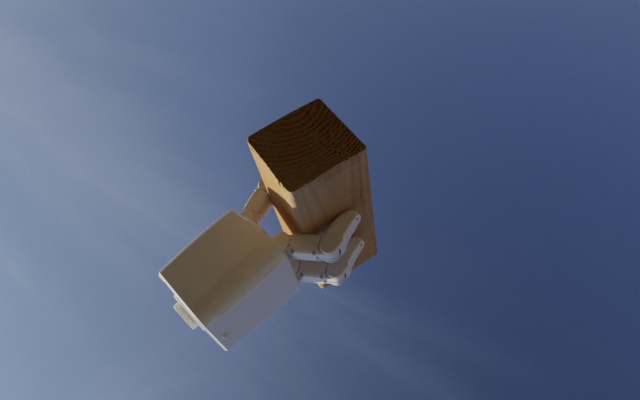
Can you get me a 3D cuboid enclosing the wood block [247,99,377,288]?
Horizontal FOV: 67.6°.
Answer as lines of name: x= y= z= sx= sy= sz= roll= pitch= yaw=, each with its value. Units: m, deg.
wood block: x=0.000 y=0.002 z=0.543 sx=0.090 sy=0.090 sz=0.206 roll=-31 pitch=-34 yaw=-12
